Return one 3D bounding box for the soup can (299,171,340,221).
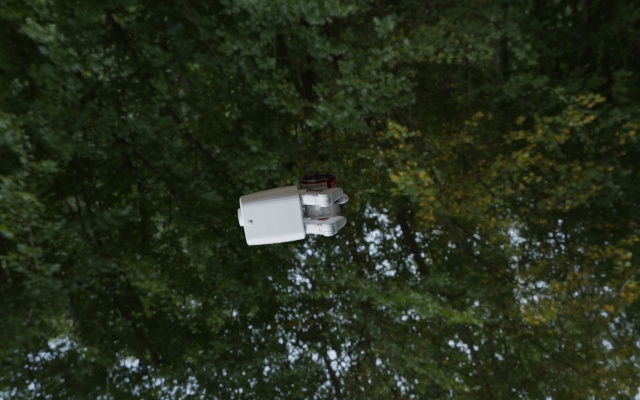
[{"bbox_3d":[0.001,0.003,0.893,0.068,0.102,0.068,-7,15,2],"label":"soup can"}]
